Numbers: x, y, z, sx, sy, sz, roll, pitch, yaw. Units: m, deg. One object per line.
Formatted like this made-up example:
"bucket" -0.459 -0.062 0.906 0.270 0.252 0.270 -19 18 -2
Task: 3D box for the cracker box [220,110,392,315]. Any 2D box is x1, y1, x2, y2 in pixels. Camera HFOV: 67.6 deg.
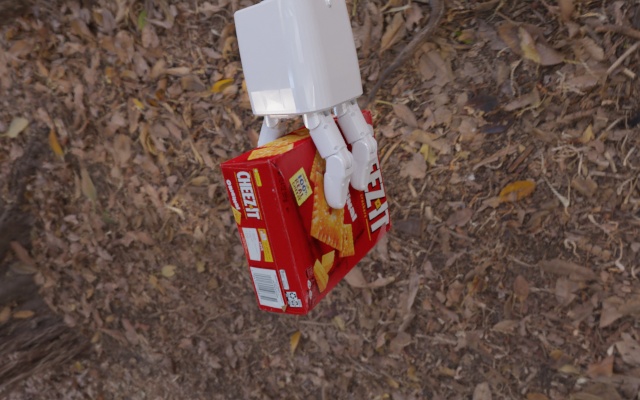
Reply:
"cracker box" 0.000 0.002 0.539 0.072 0.164 0.213 0 21 34
